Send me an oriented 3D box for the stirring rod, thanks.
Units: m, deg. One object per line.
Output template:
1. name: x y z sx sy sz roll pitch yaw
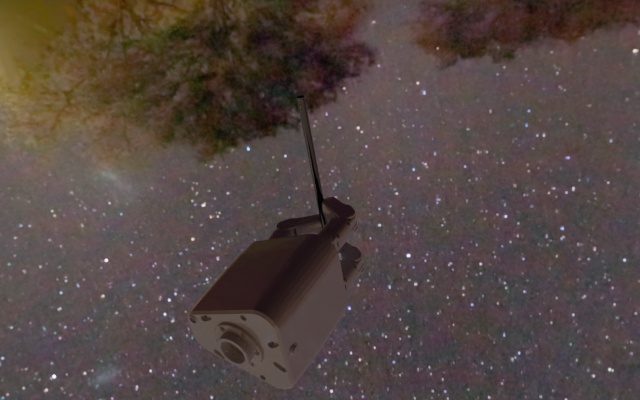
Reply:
1. stirring rod: 0.000 0.002 0.525 0.011 0.240 0.011 -8 30 5
